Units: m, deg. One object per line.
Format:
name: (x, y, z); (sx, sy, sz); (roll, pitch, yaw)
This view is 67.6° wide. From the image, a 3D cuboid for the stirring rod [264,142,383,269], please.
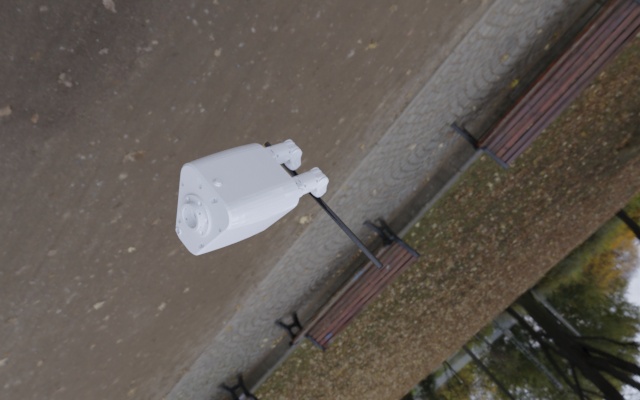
stirring rod: (0.000, 0.002, 0.651); (0.239, 0.011, 0.011); (47, 18, 17)
